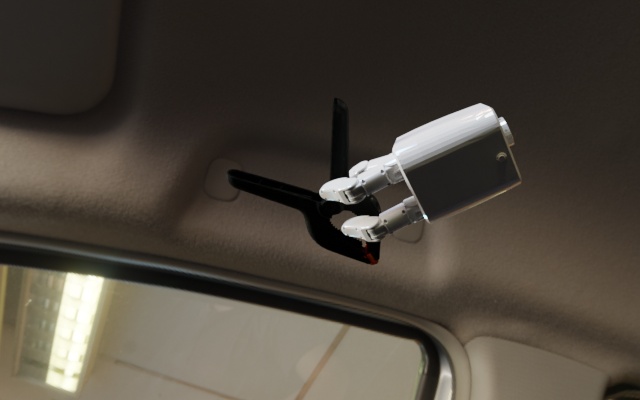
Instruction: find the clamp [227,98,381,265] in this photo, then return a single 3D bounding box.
[{"bbox_3d":[0.001,0.002,0.576,0.164,0.210,0.036,-25,25,16],"label":"clamp"}]
